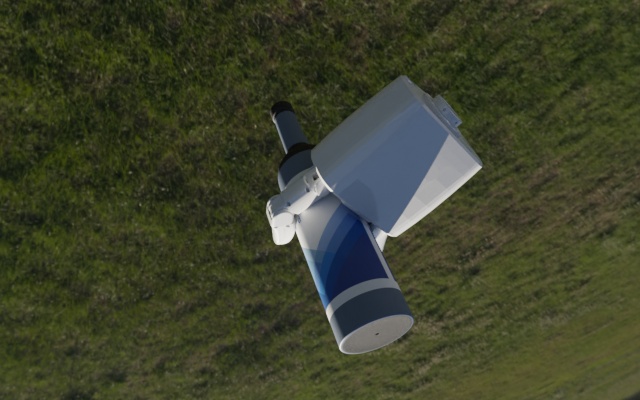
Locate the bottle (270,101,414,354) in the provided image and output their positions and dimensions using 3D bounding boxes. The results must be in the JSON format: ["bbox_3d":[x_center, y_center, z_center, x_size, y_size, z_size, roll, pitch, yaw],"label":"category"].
[{"bbox_3d":[0.000,0.002,0.479,0.069,0.295,0.069,-15,-37,-11],"label":"bottle"}]
